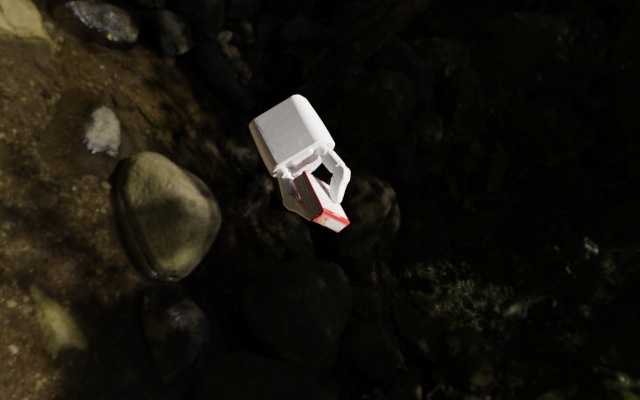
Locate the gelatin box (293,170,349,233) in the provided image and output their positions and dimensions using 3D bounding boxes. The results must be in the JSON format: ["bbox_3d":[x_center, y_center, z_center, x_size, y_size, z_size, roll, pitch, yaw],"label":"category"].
[{"bbox_3d":[0.001,0.002,0.765,0.030,0.089,0.073,-40,-36,17],"label":"gelatin box"}]
